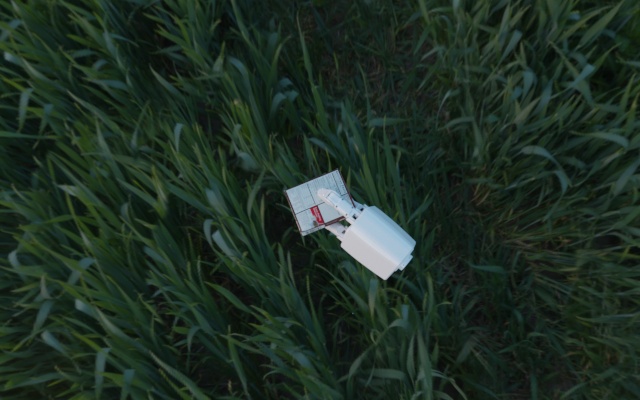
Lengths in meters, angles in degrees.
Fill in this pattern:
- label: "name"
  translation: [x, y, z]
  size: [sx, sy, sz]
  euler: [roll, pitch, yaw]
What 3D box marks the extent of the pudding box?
- label: "pudding box"
  translation: [0.000, 0.003, 0.892]
  size: [0.113, 0.090, 0.039]
  euler: [-22, -11, -3]
